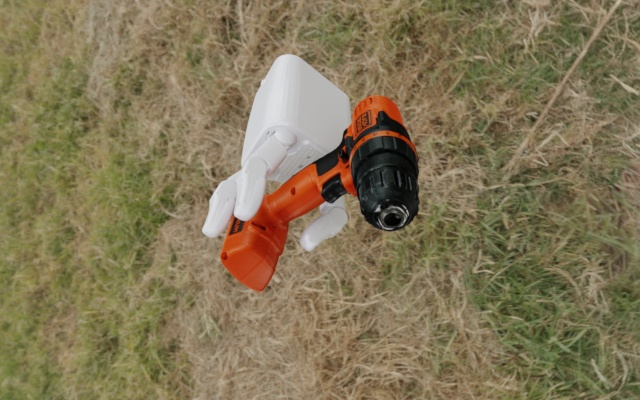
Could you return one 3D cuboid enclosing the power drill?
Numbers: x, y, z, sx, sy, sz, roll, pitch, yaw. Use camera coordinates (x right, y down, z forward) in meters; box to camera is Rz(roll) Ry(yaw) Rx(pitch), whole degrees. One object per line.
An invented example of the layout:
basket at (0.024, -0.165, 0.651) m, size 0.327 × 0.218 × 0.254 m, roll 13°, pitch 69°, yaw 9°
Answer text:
power drill at (0.000, 0.001, 0.410) m, size 0.188 × 0.057 × 0.184 m, roll -35°, pitch 22°, yaw 22°
